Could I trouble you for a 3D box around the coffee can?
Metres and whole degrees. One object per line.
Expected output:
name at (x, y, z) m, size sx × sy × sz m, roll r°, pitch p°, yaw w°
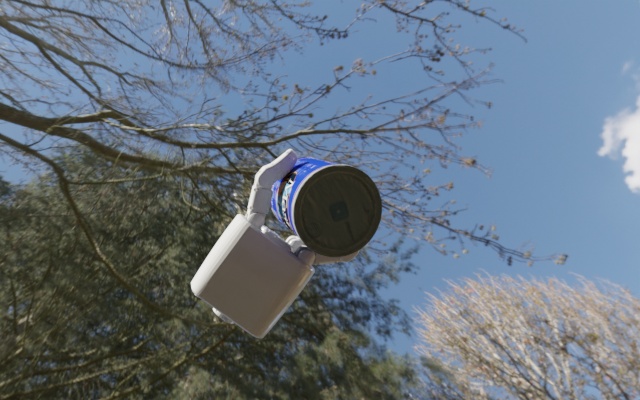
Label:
coffee can at (0.000, 0.002, 0.583) m, size 0.103 × 0.103 × 0.140 m, roll 0°, pitch 9°, yaw -17°
